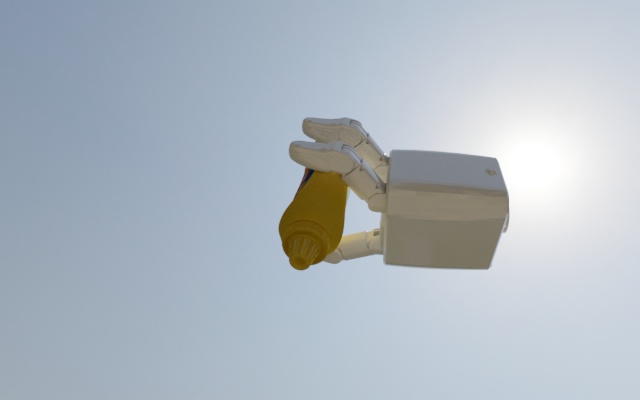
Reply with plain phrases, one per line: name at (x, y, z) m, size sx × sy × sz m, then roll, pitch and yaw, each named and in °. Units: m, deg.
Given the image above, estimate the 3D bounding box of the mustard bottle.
mustard bottle at (0.000, 0.001, 0.471) m, size 0.058 × 0.096 × 0.191 m, roll 24°, pitch 33°, yaw -4°
